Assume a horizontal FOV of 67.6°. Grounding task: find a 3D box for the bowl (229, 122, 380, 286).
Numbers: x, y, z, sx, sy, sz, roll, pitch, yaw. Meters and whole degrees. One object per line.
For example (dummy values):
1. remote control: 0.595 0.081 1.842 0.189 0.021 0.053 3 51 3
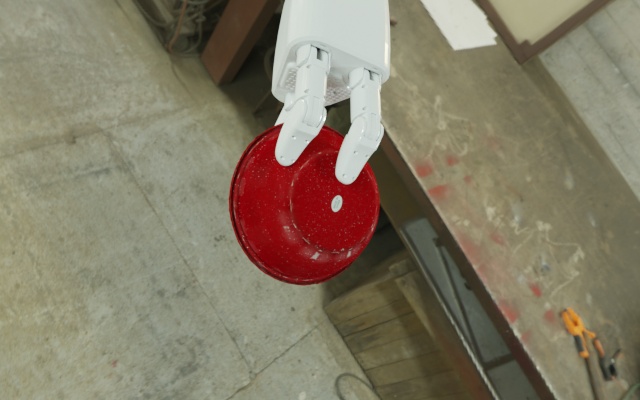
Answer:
1. bowl: 0.000 0.003 0.446 0.162 0.162 0.055 0 -1 -30
